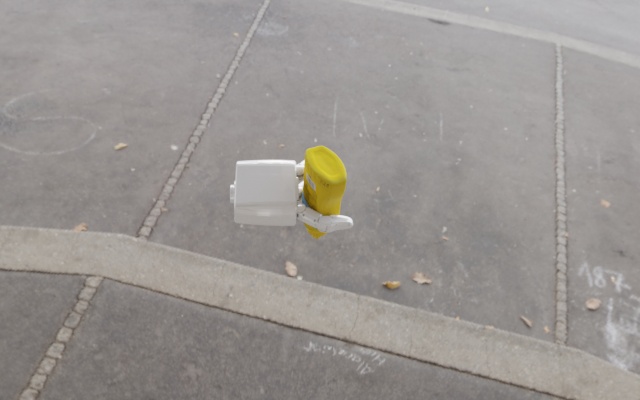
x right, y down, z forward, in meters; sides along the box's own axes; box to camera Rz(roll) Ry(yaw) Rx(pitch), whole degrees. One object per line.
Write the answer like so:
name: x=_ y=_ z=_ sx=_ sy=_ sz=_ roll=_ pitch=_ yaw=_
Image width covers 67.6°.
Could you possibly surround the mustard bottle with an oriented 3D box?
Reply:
mustard bottle: x=0.000 y=0.003 z=0.856 sx=0.058 sy=0.192 sz=0.096 roll=-18 pitch=51 yaw=-23
